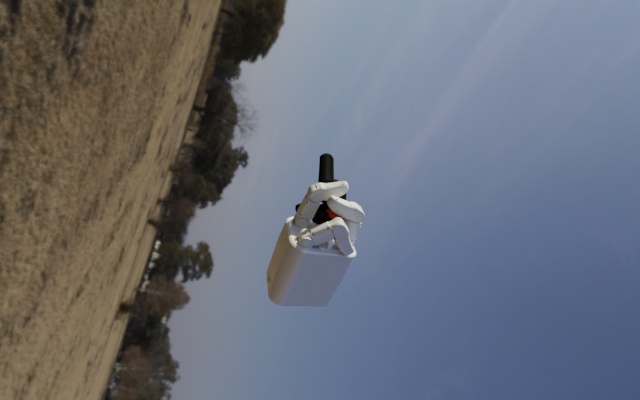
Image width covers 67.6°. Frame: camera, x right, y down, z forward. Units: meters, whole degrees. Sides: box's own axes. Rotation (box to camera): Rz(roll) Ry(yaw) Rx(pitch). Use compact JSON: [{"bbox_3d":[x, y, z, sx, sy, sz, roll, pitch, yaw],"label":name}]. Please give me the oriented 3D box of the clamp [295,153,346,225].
[{"bbox_3d":[0.001,0.003,0.786,0.039,0.120,0.171,17,23,-17],"label":"clamp"}]
